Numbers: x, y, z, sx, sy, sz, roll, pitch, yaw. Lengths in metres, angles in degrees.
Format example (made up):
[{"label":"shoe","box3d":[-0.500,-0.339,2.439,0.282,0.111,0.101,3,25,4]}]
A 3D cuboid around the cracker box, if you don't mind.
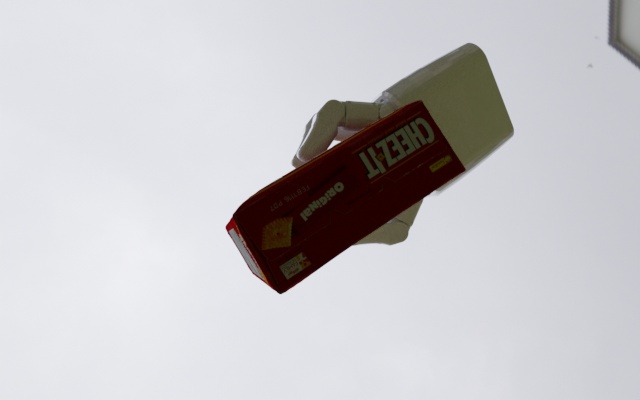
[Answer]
[{"label":"cracker box","box3d":[0.000,0.002,0.428,0.164,0.072,0.214,-33,2,-13]}]
